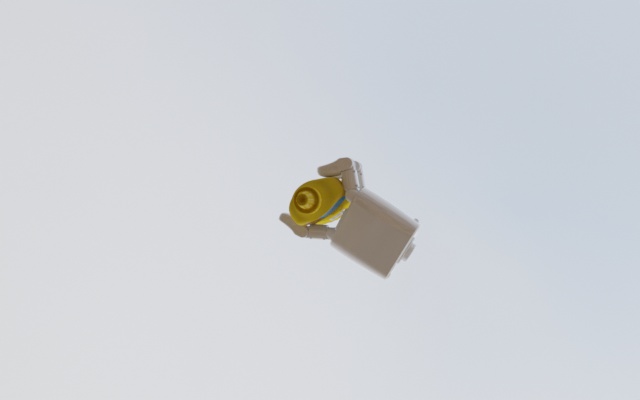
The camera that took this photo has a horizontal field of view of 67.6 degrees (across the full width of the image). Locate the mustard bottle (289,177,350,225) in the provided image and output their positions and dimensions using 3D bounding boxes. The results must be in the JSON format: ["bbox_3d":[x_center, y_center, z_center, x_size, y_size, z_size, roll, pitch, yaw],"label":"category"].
[{"bbox_3d":[0.000,0.002,0.763,0.096,0.058,0.191,-34,-10,12],"label":"mustard bottle"}]
